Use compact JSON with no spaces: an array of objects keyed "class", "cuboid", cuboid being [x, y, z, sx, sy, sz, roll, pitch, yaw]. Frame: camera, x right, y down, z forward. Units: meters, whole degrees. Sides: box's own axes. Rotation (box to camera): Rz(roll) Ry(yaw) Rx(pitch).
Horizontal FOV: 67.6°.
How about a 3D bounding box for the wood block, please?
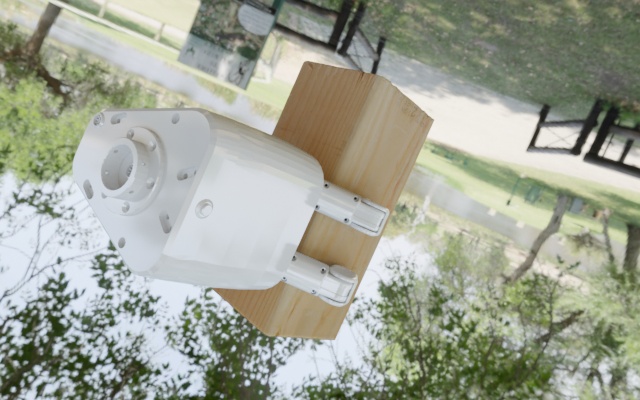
[{"class":"wood block","cuboid":[0.000,0.001,0.404,0.090,0.206,0.090,26,3,42]}]
